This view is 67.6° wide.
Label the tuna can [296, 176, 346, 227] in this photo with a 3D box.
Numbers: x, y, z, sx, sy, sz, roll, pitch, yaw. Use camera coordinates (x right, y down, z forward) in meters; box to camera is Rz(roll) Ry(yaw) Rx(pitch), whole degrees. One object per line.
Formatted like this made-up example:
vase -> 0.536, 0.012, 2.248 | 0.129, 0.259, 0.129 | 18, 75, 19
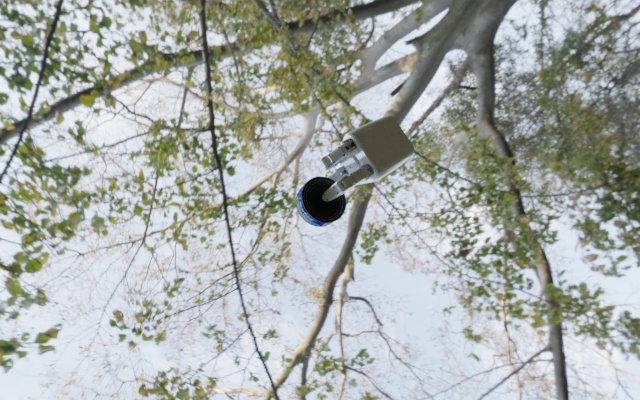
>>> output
tuna can -> 0.000, 0.003, 0.847 | 0.086, 0.086, 0.034 | 0, -18, -26
